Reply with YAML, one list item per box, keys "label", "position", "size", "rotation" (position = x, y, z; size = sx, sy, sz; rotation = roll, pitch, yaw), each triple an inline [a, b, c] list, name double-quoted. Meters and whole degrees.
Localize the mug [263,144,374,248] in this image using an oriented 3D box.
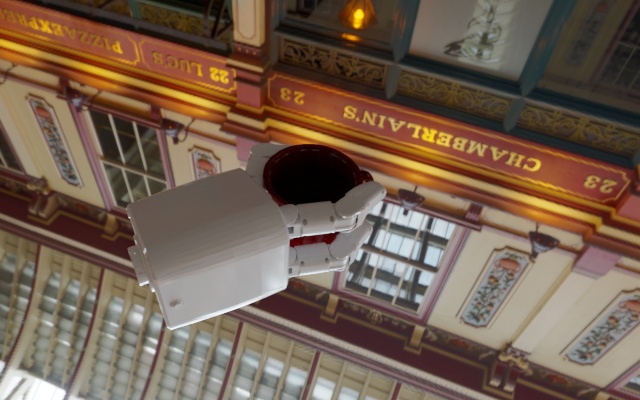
- label: "mug"
  position: [0.001, 0.001, 0.474]
  size: [0.117, 0.082, 0.093]
  rotation: [-17, 51, -22]
